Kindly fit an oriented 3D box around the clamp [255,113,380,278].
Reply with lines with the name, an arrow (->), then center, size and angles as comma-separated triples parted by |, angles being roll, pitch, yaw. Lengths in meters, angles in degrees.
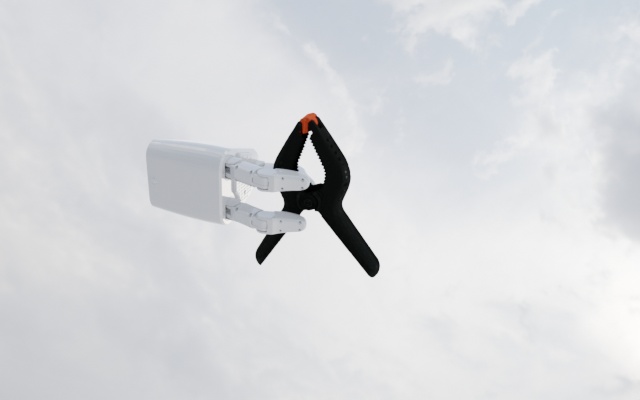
clamp -> 0.000, 0.001, 0.580 | 0.164, 0.210, 0.036 | 10, 25, 11
